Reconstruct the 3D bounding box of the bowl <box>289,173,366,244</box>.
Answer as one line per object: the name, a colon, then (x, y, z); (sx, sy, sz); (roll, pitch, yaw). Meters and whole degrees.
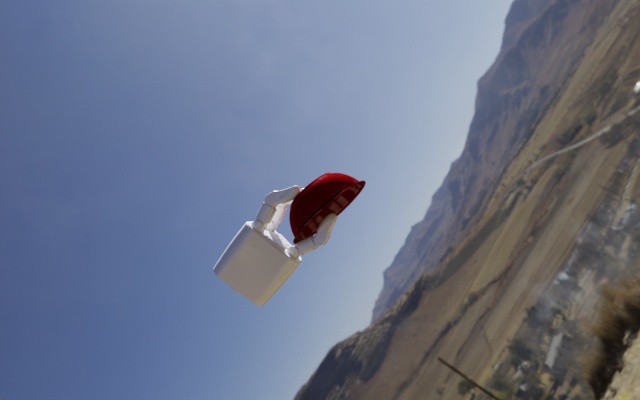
bowl: (0.001, 0.001, 0.818); (0.162, 0.055, 0.162); (-39, -11, -9)
